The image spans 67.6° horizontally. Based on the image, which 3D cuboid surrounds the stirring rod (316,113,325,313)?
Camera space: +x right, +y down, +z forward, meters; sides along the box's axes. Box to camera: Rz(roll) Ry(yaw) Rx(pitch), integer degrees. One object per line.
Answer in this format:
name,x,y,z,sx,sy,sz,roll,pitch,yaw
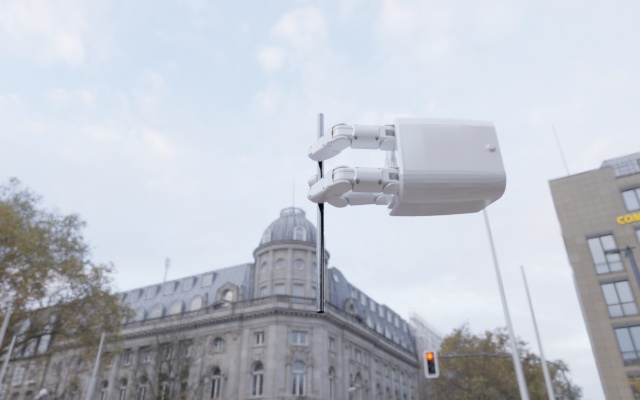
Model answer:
stirring rod,0.000,0.002,0.512,0.011,0.239,0.011,0,-30,0
